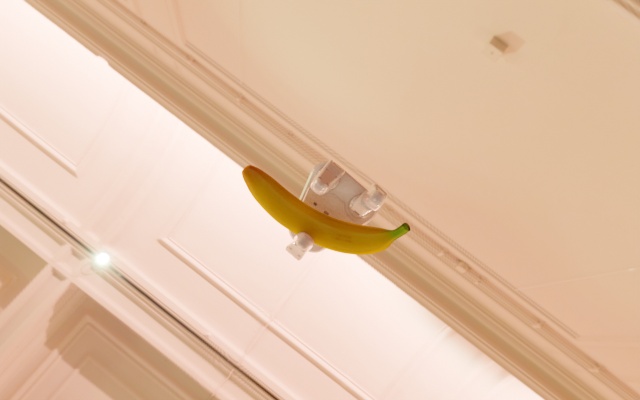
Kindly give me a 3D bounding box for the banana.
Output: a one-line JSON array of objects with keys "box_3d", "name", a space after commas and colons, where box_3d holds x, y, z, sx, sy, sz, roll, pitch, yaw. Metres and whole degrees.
[{"box_3d": [-0.002, 0.019, 0.546, 0.198, 0.070, 0.037, 19, 26, 5], "name": "banana"}]
